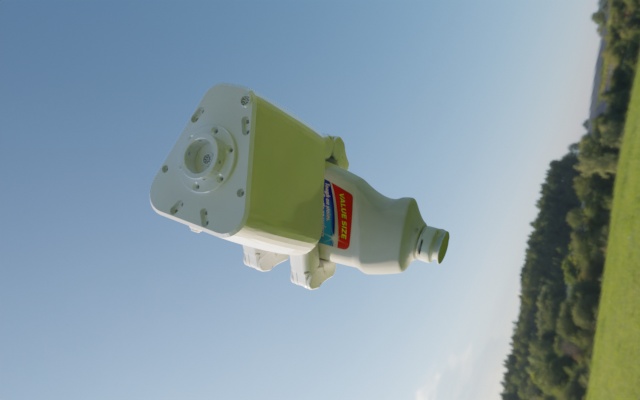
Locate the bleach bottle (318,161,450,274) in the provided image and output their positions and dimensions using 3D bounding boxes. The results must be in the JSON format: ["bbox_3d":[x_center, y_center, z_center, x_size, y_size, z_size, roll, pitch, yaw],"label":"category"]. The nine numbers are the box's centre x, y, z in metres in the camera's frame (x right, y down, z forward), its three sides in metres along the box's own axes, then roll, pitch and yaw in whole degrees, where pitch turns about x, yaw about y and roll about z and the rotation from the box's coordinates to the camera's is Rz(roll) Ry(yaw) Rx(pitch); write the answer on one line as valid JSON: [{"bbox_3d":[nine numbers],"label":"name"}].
[{"bbox_3d":[0.000,0.002,0.461,0.251,0.102,0.068,16,-3,28],"label":"bleach bottle"}]
